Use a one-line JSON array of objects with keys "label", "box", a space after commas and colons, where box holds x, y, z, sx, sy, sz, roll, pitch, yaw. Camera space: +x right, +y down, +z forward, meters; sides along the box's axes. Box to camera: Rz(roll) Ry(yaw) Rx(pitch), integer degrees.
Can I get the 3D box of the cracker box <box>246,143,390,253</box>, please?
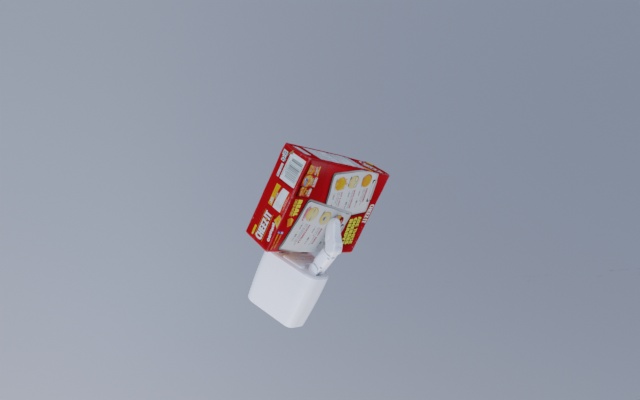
[{"label": "cracker box", "box": [0.000, 0.003, 0.801, 0.214, 0.164, 0.072, 7, 24, -49]}]
